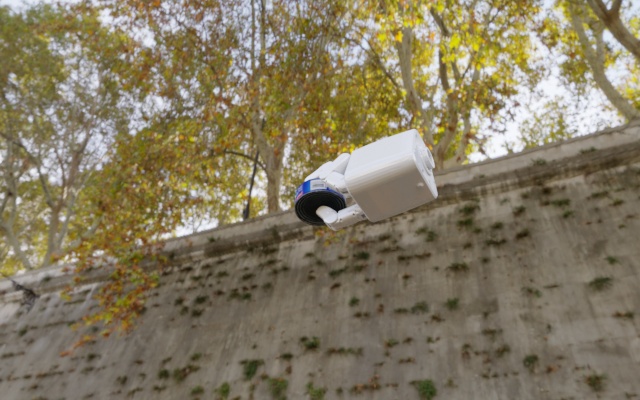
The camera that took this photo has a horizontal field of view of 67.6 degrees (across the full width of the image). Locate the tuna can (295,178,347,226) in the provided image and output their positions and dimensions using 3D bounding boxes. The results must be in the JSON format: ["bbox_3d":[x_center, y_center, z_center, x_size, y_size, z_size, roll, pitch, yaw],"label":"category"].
[{"bbox_3d":[0.000,0.002,0.791,0.086,0.033,0.086,-1,-43,-1],"label":"tuna can"}]
